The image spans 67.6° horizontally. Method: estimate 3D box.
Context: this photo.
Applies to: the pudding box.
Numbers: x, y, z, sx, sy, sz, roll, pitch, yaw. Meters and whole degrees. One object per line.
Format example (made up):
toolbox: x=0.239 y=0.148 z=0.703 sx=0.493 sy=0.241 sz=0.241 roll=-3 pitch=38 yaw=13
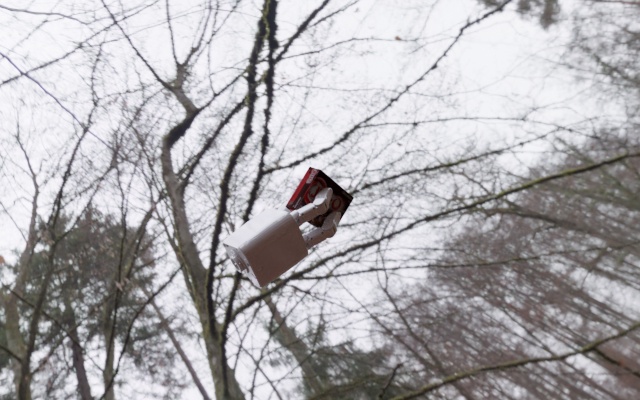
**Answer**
pudding box: x=0.000 y=0.003 z=0.889 sx=0.039 sy=0.090 sz=0.113 roll=24 pitch=-10 yaw=46
